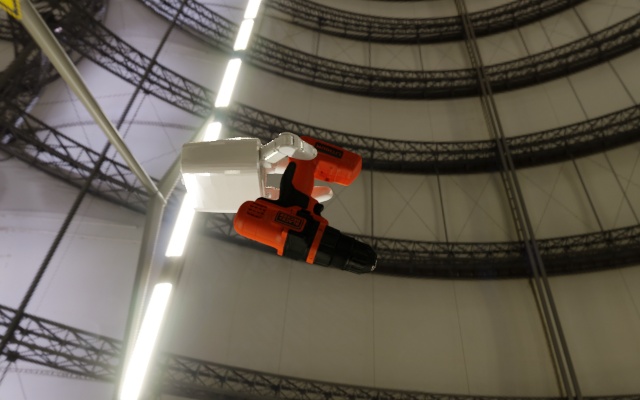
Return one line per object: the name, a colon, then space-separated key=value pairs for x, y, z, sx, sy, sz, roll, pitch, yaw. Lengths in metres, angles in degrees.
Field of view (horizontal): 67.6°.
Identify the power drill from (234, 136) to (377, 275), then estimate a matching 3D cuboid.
power drill: x=0.000 y=0.002 z=0.640 sx=0.184 sy=0.057 sz=0.187 roll=21 pitch=45 yaw=1
